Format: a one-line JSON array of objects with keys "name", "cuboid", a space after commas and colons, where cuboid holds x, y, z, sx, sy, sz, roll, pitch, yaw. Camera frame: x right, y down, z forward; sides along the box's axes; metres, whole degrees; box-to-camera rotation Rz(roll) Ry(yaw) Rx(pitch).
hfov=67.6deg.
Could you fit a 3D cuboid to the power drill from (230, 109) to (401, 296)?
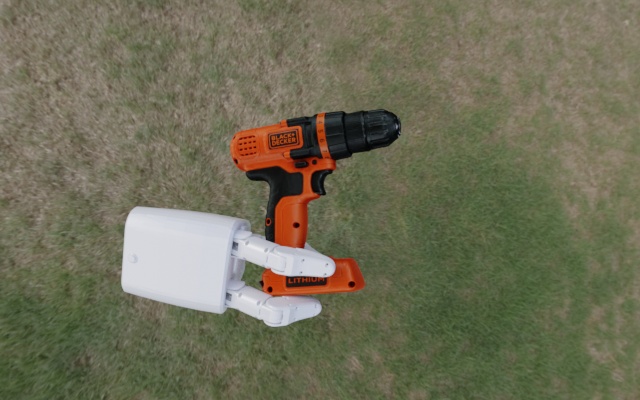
[{"name": "power drill", "cuboid": [0.000, 0.002, 0.501, 0.184, 0.187, 0.057, -8, -8, 15]}]
